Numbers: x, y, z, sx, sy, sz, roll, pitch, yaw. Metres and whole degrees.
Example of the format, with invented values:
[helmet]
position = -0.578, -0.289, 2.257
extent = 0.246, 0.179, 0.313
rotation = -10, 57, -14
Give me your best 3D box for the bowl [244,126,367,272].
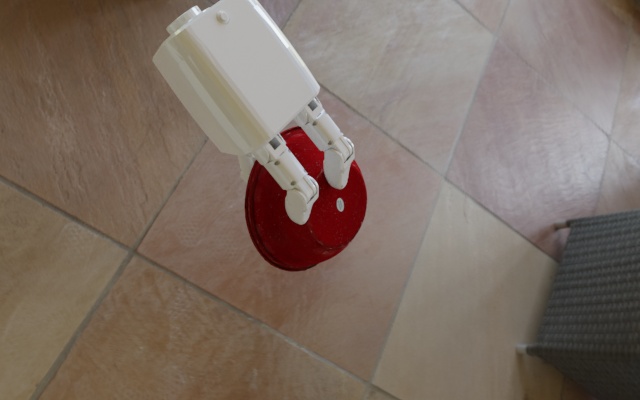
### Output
[bowl]
position = 0.001, 0.002, 0.509
extent = 0.055, 0.162, 0.162
rotation = 9, 6, 44
